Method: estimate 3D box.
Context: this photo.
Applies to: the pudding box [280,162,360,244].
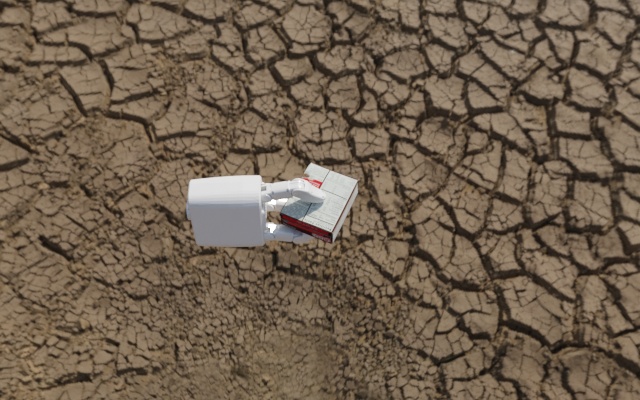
[{"bbox_3d":[0.000,0.002,0.750,0.090,0.113,0.039,22,-29,12],"label":"pudding box"}]
